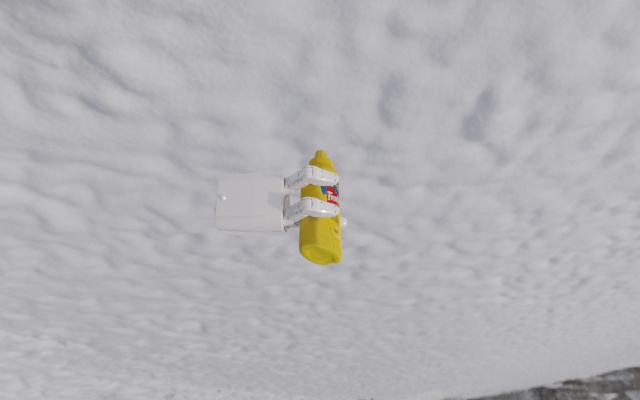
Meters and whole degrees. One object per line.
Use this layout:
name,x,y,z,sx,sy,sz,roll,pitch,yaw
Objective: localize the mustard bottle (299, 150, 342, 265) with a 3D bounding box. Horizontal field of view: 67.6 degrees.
mustard bottle,0.000,0.003,0.782,0.058,0.191,0.096,-13,-29,23
